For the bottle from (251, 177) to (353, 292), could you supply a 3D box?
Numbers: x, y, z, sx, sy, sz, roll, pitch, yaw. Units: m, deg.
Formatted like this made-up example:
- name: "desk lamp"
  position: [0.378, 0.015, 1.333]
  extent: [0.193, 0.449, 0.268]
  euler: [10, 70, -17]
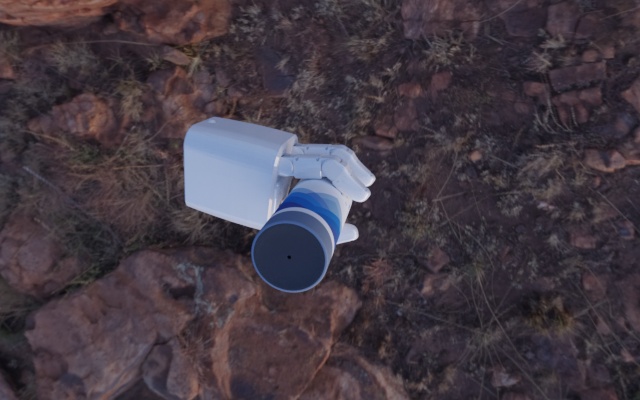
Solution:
- name: "bottle"
  position: [0.000, 0.002, 0.535]
  extent: [0.069, 0.069, 0.295]
  euler: [0, 18, 11]
